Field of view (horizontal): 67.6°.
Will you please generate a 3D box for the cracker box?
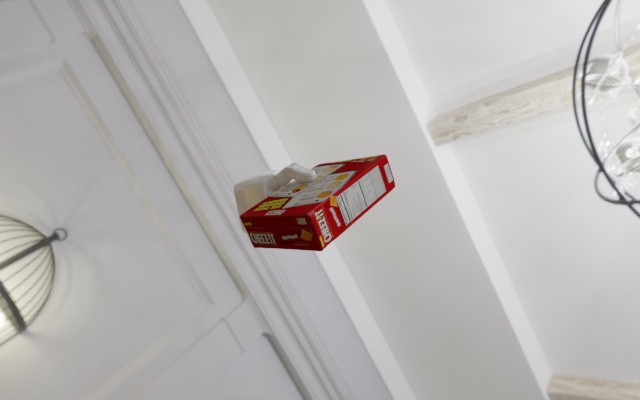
[{"bbox_3d":[0.000,0.002,0.797,0.164,0.072,0.213,-4,25,44],"label":"cracker box"}]
